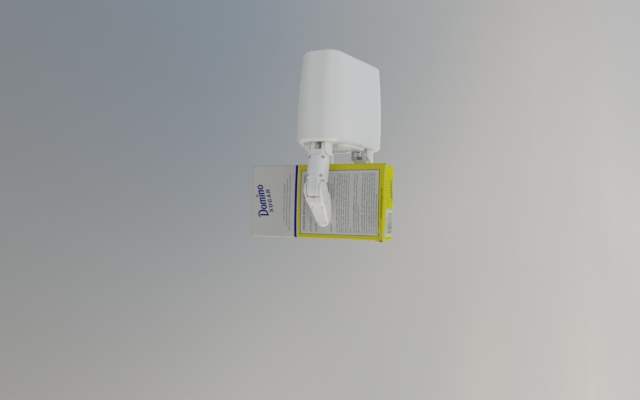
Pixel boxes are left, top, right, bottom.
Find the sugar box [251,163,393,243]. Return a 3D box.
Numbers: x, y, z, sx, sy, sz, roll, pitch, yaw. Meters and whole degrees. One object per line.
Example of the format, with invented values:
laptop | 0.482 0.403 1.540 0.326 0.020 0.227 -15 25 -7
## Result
sugar box | 0.000 0.002 0.598 0.176 0.093 0.048 1 -2 24
